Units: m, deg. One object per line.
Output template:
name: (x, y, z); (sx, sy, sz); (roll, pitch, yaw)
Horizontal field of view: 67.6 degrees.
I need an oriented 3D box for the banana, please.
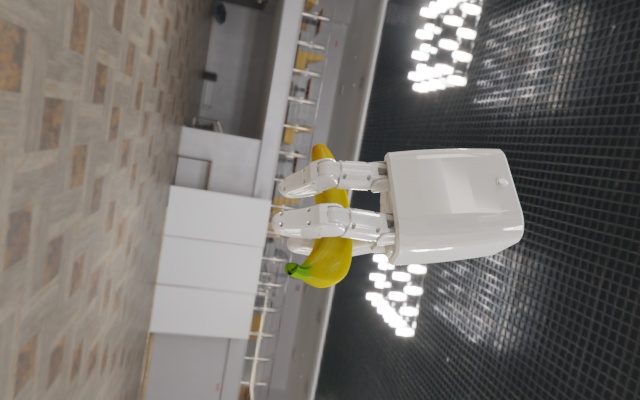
banana: (0.007, 0.018, 0.465); (0.037, 0.070, 0.197); (-17, 33, 17)
